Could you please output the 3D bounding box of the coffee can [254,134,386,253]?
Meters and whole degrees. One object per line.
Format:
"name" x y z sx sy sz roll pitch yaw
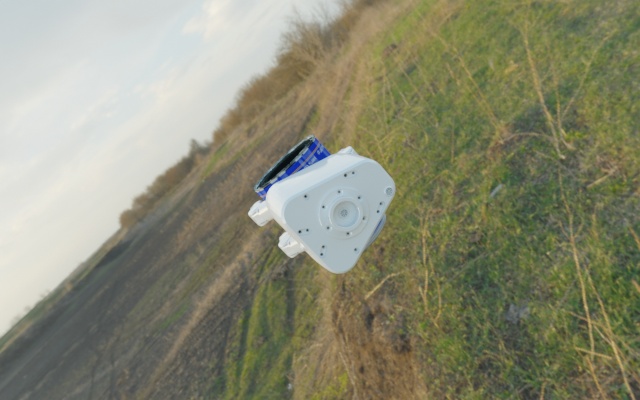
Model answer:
"coffee can" 0.000 0.002 0.609 0.103 0.140 0.102 -40 14 12
